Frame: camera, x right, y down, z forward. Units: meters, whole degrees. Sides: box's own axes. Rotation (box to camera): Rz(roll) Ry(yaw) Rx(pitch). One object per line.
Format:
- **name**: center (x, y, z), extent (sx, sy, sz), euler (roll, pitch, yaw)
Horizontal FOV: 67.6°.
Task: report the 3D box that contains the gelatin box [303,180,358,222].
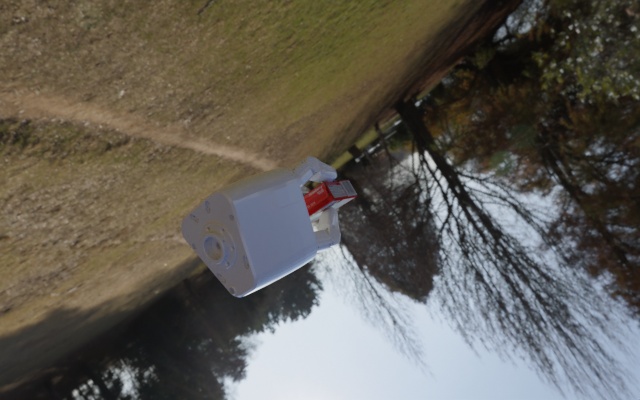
- **gelatin box**: center (0.000, 0.002, 0.645), extent (0.073, 0.030, 0.089), euler (-33, -10, 23)
